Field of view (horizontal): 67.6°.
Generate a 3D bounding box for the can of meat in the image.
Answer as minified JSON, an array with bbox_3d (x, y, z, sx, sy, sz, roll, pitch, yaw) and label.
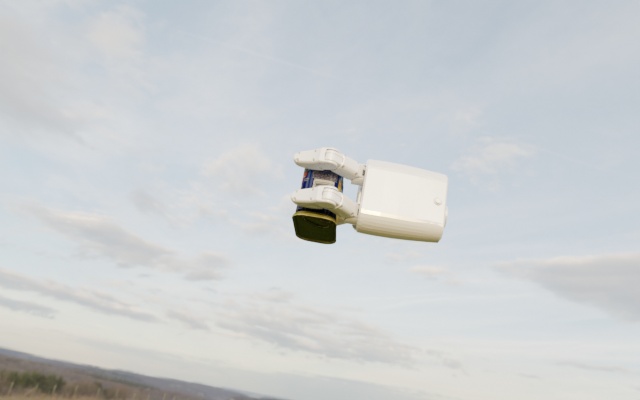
[{"bbox_3d":[0.000,0.002,0.643,0.057,0.084,0.102,9,-22,5],"label":"can of meat"}]
